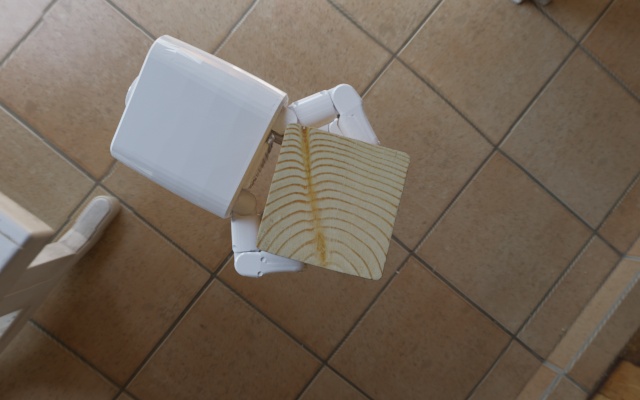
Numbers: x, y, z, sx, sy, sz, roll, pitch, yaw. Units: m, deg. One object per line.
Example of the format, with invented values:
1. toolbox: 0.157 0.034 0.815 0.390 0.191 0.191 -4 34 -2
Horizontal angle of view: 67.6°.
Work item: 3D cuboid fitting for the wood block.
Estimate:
1. wood block: 0.000 0.002 0.421 0.090 0.091 0.206 15 -1 -5
